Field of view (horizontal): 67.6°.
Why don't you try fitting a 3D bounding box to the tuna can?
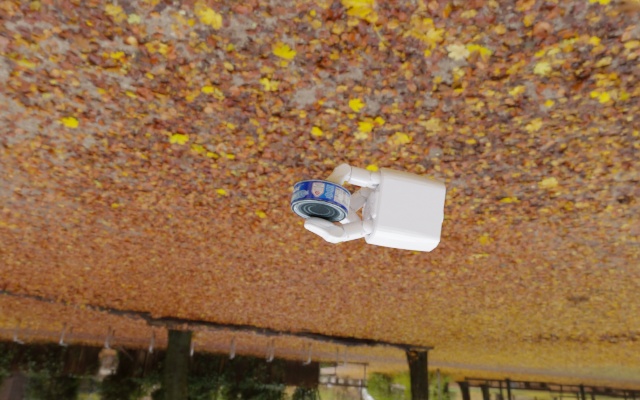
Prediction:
[{"bbox_3d":[0.000,0.003,0.698,0.086,0.033,0.086,8,-23,3],"label":"tuna can"}]
